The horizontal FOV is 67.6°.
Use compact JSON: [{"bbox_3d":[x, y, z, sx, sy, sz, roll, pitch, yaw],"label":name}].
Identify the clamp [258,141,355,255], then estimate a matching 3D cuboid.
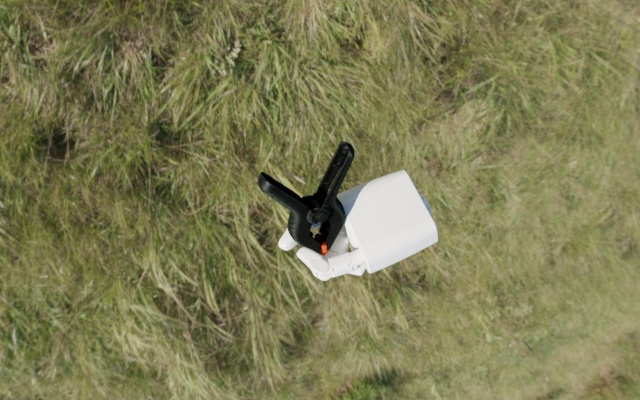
[{"bbox_3d":[0.000,0.003,0.607,0.120,0.039,0.172,-23,-41,-2],"label":"clamp"}]
